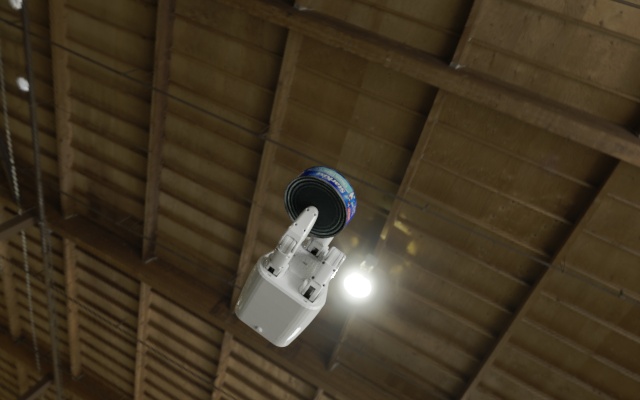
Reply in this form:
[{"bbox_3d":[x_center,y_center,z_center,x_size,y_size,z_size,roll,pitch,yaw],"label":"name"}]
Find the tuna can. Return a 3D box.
[{"bbox_3d":[0.000,0.002,0.585,0.086,0.086,0.033,0,28,31],"label":"tuna can"}]
